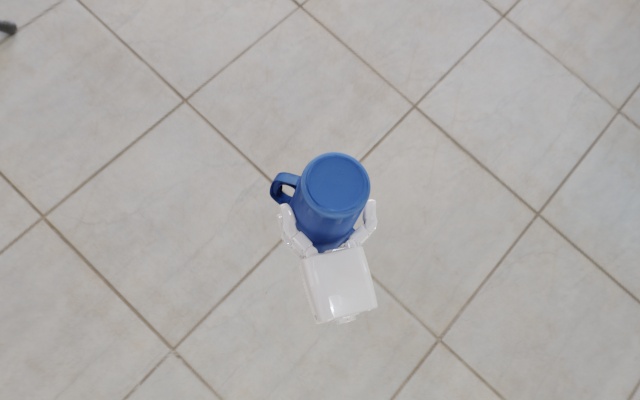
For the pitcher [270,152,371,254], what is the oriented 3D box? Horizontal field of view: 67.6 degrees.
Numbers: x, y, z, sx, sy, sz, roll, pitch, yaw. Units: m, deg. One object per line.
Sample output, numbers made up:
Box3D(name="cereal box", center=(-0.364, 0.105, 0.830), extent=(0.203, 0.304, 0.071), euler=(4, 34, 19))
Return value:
Box3D(name="pitcher", center=(0.000, 0.003, 0.826), extent=(0.149, 0.145, 0.243), euler=(-14, -14, -11))
